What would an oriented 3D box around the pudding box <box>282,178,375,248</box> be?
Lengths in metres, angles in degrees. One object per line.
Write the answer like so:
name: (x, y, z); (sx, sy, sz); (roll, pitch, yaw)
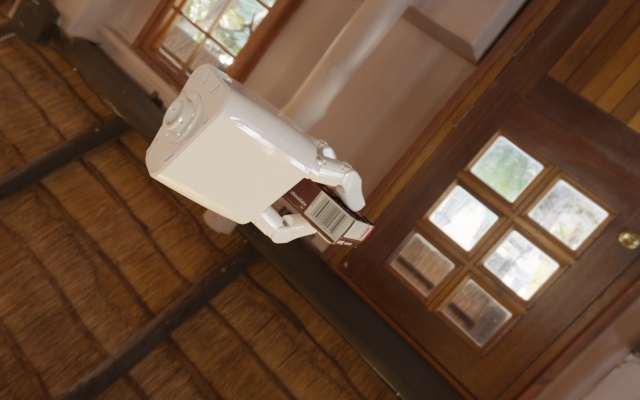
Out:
pudding box: (0.000, 0.002, 0.529); (0.113, 0.039, 0.090); (44, 9, 19)
